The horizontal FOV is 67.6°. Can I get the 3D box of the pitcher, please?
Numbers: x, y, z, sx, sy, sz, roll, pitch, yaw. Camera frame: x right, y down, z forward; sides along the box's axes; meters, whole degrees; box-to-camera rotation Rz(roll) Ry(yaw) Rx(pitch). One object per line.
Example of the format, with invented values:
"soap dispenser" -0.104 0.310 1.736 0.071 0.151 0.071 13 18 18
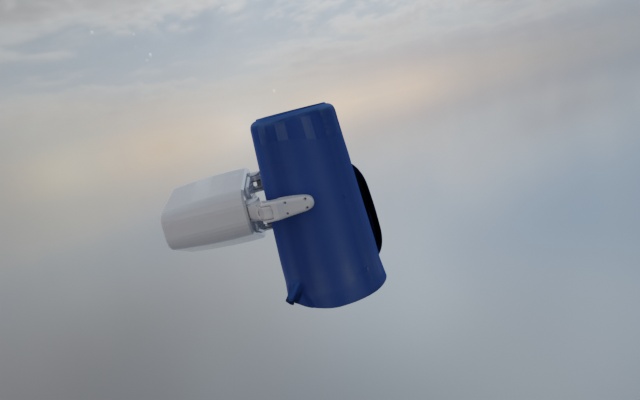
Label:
"pitcher" 0.000 0.002 0.616 0.145 0.243 0.149 -14 11 2
